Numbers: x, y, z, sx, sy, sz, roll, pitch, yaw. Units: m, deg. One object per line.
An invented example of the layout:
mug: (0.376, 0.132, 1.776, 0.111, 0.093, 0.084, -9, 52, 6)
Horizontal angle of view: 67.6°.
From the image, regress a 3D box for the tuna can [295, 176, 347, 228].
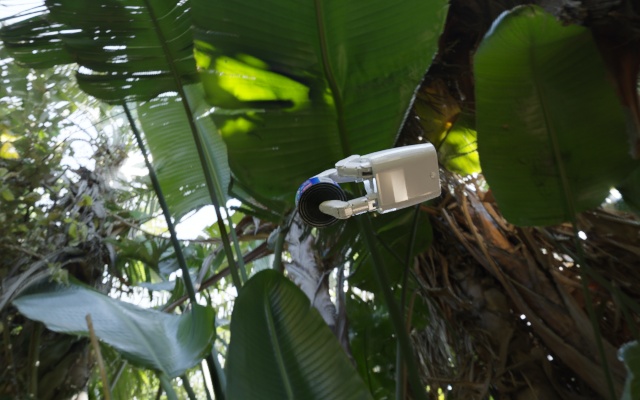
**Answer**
tuna can: (0.000, 0.002, 0.821, 0.086, 0.086, 0.033, 0, 23, -13)
